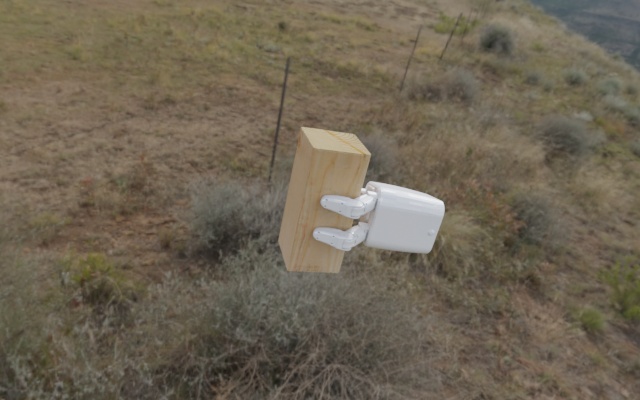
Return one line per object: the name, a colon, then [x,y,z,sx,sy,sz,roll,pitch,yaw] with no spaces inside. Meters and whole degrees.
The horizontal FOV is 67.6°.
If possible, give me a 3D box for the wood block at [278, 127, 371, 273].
wood block: [0.000,0.002,0.745,0.090,0.206,0.090,5,26,-17]
